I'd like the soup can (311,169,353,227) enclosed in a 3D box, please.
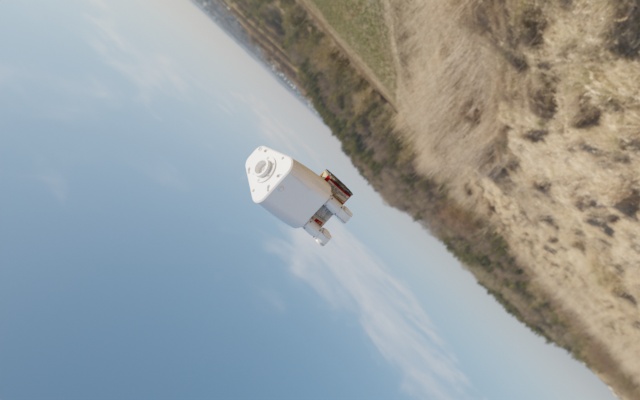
[{"bbox_3d":[0.000,0.003,0.866,0.068,0.102,0.068,42,7,-7],"label":"soup can"}]
